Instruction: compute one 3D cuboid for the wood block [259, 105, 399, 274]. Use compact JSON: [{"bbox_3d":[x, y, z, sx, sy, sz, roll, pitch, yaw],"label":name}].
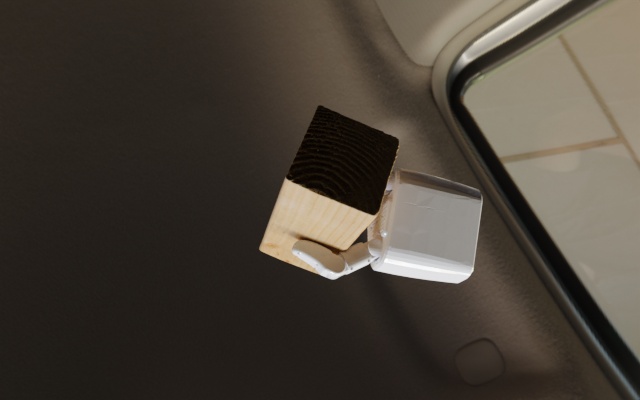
[{"bbox_3d":[0.000,0.002,0.527,0.090,0.090,0.206,23,-27,-4],"label":"wood block"}]
